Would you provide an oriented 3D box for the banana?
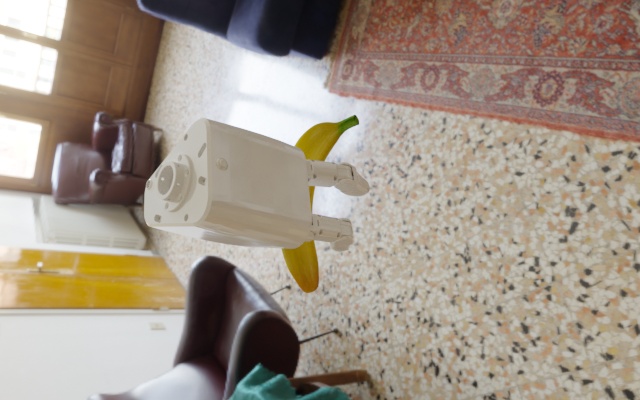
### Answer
[{"bbox_3d":[-0.014,-0.004,0.514,0.069,0.197,0.037,8,-10,36],"label":"banana"}]
